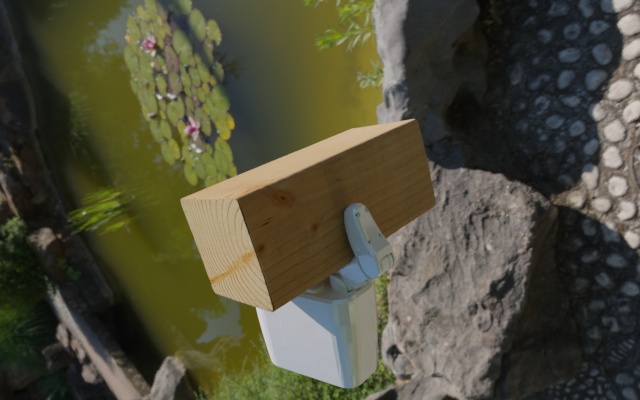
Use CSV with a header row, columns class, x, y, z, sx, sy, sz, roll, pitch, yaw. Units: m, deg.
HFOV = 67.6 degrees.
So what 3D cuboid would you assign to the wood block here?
class,x,y,z,sx,sy,sz,roll,pitch,yaw
wood block,0.000,0.002,0.423,0.206,0.090,0.091,-28,19,-37
